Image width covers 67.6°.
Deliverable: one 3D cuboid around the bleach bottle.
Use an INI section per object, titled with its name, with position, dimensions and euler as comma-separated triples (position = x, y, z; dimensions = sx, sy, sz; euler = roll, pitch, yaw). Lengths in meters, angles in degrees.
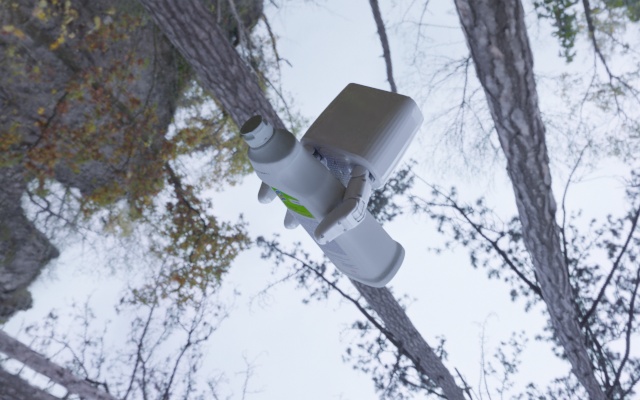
[bleach bottle]
position = 0.000, 0.002, 0.553
dimensions = 0.102, 0.068, 0.251
euler = 13, -29, 48
